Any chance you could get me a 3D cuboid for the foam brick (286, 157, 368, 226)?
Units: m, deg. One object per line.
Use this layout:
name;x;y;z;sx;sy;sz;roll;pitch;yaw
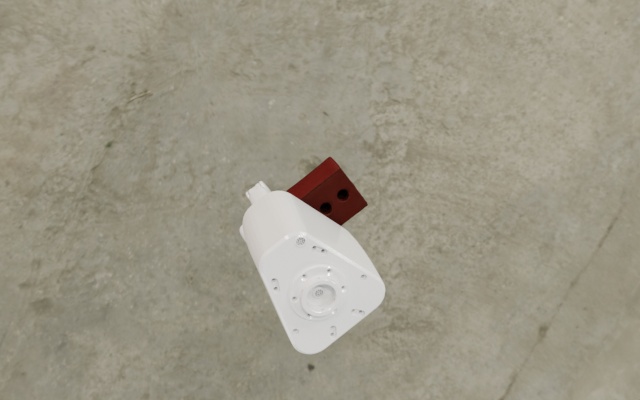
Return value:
foam brick;0.000;0.001;0.501;0.078;0.053;0.051;-39;22;0
